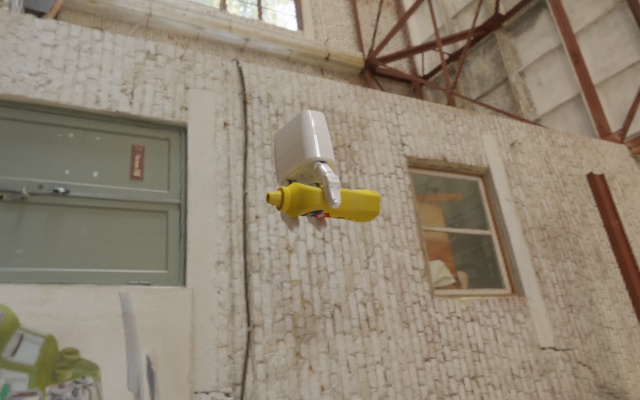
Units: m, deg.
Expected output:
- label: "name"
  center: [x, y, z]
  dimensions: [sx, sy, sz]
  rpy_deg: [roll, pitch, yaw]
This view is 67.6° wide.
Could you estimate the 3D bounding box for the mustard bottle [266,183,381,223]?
- label: "mustard bottle"
  center: [0.000, 0.003, 0.815]
  dimensions: [0.191, 0.058, 0.096]
  rpy_deg: [6, -6, -26]
